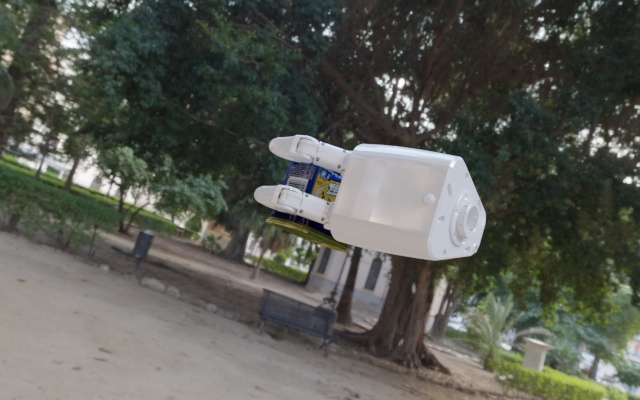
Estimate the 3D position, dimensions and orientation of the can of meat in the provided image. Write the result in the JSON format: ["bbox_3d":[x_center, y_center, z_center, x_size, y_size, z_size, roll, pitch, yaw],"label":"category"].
[{"bbox_3d":[0.000,0.001,0.523,0.057,0.084,0.102,11,-12,43],"label":"can of meat"}]
